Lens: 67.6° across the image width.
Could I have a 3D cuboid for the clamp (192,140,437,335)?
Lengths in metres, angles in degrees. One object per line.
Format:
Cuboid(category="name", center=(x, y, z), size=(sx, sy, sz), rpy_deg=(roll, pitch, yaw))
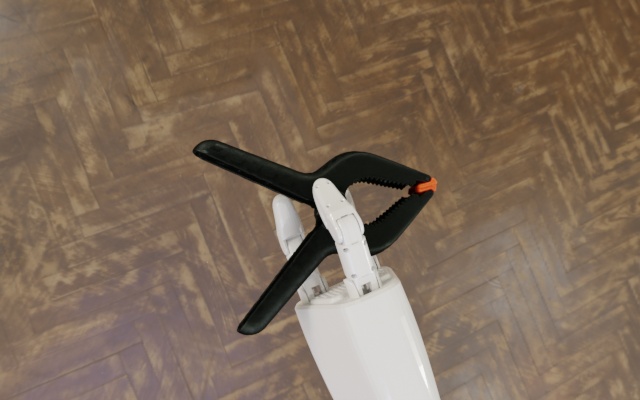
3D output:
Cuboid(category="clamp", center=(0.001, 0.001, 0.416), size=(0.210, 0.164, 0.036), rpy_deg=(-21, 0, -15))
